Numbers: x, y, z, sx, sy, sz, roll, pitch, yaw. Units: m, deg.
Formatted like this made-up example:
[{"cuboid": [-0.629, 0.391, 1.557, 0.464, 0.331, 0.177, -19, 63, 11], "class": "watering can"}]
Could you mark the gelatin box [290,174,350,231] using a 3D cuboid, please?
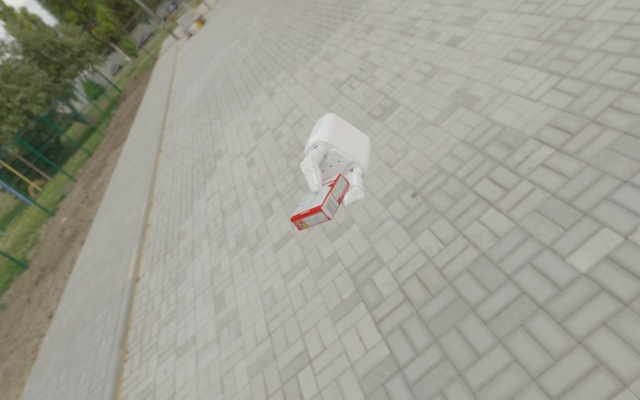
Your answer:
[{"cuboid": [0.000, 0.002, 0.766, 0.073, 0.030, 0.089, -22, 27, 41], "class": "gelatin box"}]
